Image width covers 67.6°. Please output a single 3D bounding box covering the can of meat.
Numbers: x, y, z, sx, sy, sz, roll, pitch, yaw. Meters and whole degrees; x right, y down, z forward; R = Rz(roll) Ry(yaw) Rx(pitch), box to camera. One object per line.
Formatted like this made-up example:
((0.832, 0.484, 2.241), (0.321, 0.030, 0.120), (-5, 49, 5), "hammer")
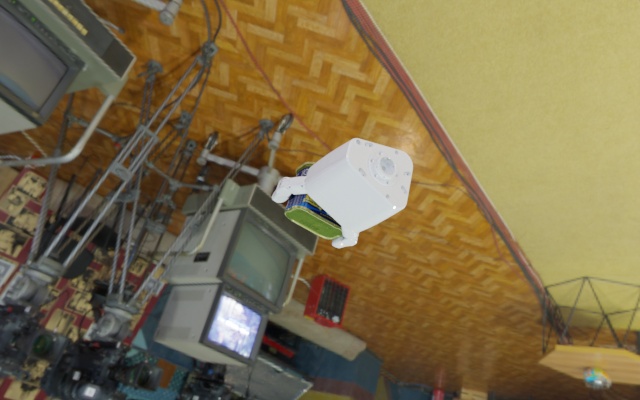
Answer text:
((0.000, 0.003, 0.751), (0.102, 0.084, 0.057), (30, -32, -23), "can of meat")
